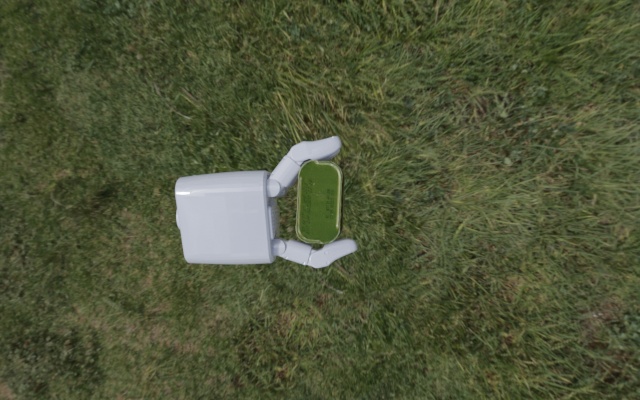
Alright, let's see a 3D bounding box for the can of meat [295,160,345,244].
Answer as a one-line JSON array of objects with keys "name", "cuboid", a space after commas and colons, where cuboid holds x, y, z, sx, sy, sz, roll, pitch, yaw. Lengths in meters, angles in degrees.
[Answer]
[{"name": "can of meat", "cuboid": [0.000, 0.002, 0.584, 0.057, 0.102, 0.084, 2, 0, 3]}]
